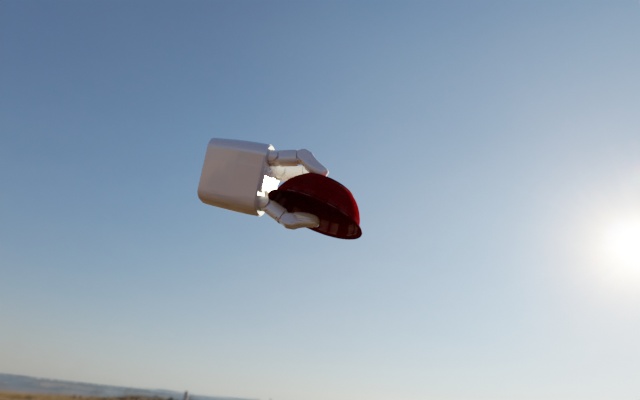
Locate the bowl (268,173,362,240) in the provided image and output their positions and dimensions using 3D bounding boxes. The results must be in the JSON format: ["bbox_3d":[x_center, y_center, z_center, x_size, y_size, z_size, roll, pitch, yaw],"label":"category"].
[{"bbox_3d":[0.002,0.003,0.761,0.162,0.055,0.162,22,-19,8],"label":"bowl"}]
